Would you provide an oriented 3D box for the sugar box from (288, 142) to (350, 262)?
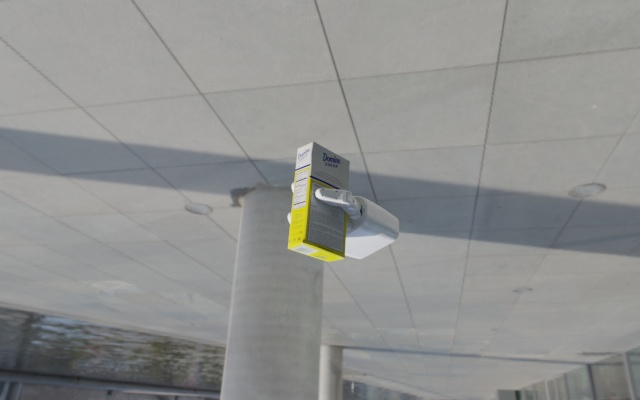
[{"bbox_3d":[0.000,0.003,0.781,0.093,0.176,0.048,24,-32,-39],"label":"sugar box"}]
